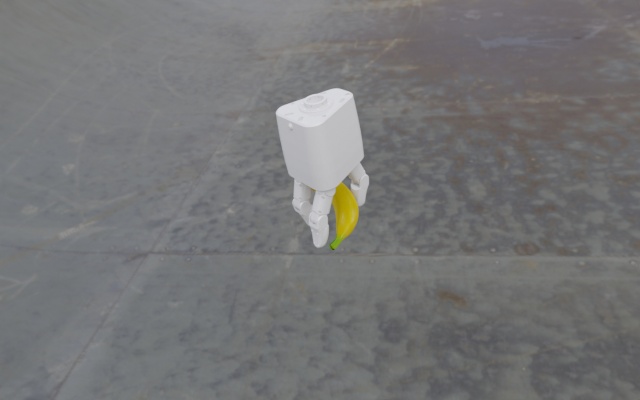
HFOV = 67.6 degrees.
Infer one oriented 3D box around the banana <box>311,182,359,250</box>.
[{"bbox_3d":[0.019,-0.002,0.787,0.069,0.037,0.197,-20,38,-4],"label":"banana"}]
